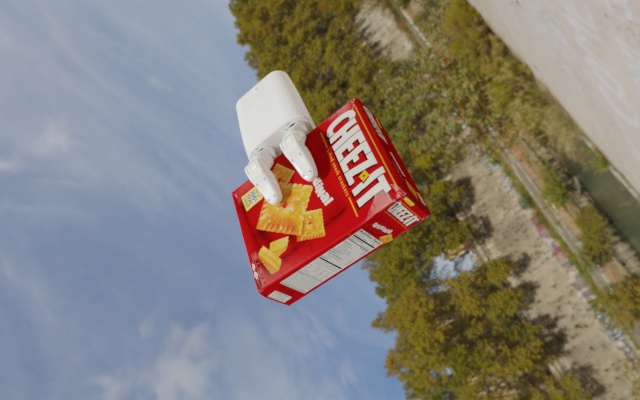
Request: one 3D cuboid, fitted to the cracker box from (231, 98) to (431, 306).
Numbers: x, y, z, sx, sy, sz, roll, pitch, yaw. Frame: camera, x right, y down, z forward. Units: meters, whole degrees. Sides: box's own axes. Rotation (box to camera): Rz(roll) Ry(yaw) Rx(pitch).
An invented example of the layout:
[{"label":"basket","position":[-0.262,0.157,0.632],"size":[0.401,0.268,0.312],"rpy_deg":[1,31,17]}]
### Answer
[{"label":"cracker box","position":[0.000,0.002,0.585],"size":[0.214,0.164,0.072],"rpy_deg":[-36,-39,19]}]
